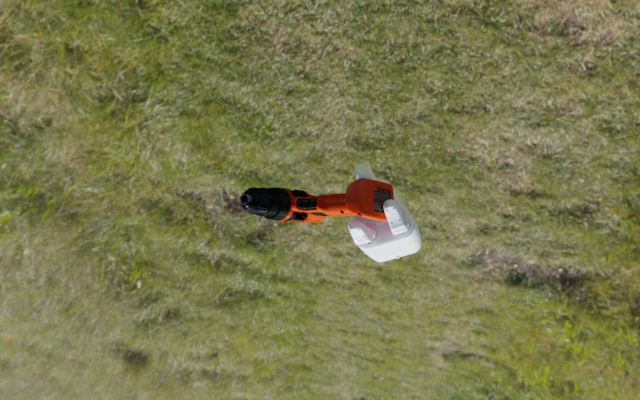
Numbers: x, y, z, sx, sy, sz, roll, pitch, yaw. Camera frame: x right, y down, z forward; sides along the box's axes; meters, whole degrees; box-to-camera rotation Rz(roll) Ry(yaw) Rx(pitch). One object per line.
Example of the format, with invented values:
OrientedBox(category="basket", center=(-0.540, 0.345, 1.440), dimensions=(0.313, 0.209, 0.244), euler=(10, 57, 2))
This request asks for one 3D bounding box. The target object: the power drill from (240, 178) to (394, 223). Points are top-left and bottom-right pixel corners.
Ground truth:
OrientedBox(category="power drill", center=(0.001, 0.002, 0.712), dimensions=(0.187, 0.057, 0.184), euler=(-3, -5, 36))
